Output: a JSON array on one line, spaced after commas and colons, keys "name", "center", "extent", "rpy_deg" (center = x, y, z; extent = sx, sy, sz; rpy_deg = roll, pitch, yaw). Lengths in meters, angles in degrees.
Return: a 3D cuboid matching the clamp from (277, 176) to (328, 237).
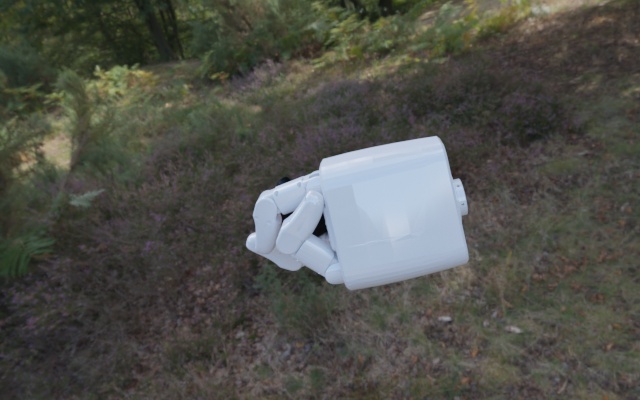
[{"name": "clamp", "center": [0.000, 0.001, 0.518], "extent": [0.120, 0.039, 0.171], "rpy_deg": [-13, 21, 9]}]
